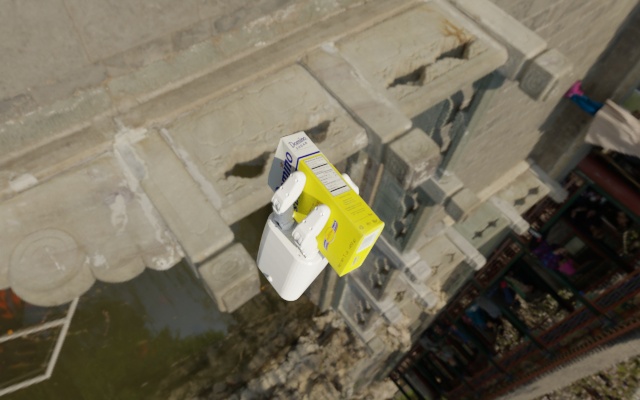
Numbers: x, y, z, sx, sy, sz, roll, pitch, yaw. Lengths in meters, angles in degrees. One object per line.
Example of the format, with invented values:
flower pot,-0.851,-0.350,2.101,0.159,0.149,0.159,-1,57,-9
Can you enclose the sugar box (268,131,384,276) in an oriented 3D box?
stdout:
sugar box,0.000,0.002,0.625,0.048,0.176,0.093,-24,-28,-37
